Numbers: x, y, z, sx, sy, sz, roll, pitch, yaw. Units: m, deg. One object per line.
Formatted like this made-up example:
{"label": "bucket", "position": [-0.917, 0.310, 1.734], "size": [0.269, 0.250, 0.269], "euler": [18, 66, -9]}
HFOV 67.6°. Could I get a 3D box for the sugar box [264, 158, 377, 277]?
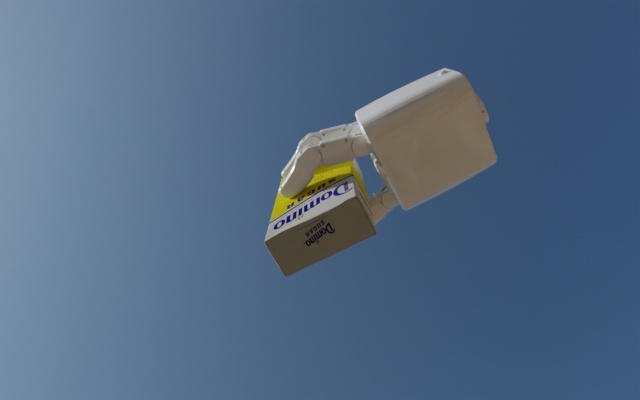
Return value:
{"label": "sugar box", "position": [0.000, 0.001, 0.487], "size": [0.093, 0.048, 0.176], "euler": [-27, 16, 9]}
